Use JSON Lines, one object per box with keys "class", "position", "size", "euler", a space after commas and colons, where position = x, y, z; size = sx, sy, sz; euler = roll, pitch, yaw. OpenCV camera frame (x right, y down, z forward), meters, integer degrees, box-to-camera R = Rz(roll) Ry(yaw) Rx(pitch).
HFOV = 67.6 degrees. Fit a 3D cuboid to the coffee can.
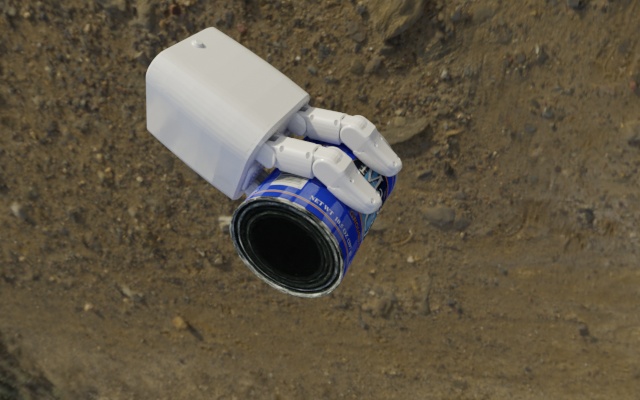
{"class": "coffee can", "position": [0.000, 0.001, 0.430], "size": [0.103, 0.103, 0.140], "euler": [0, 34, 30]}
